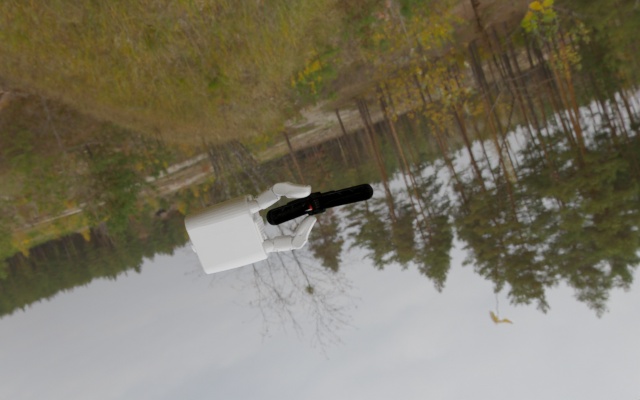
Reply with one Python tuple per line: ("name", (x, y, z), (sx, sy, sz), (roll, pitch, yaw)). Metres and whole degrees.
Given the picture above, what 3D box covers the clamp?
("clamp", (0.000, 0.003, 0.796), (0.164, 0.036, 0.210), (-14, 2, 1))
